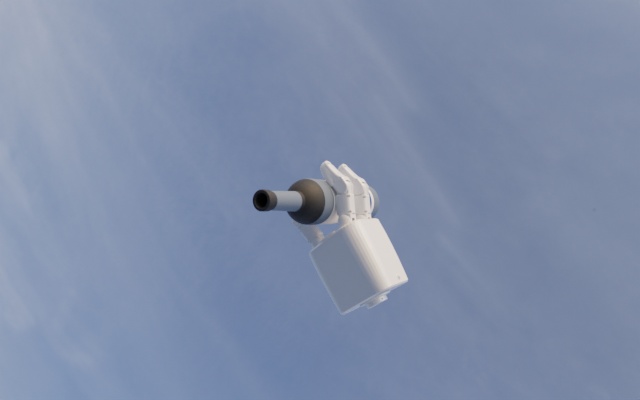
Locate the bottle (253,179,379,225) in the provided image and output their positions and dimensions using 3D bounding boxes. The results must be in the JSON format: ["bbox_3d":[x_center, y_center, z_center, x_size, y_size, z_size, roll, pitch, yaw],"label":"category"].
[{"bbox_3d":[0.000,0.002,0.714,0.069,0.069,0.296,0,-1,30],"label":"bottle"}]
